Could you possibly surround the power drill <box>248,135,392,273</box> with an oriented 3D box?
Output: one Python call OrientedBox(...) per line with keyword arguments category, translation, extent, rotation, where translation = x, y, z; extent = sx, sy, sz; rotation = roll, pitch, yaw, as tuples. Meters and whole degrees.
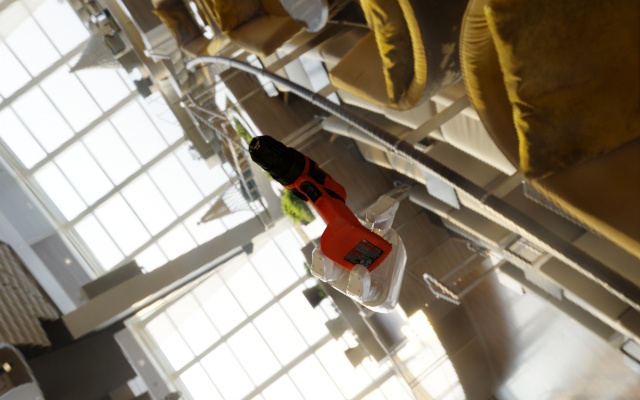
OrientedBox(category="power drill", translation=(0.000, 0.002, 0.615), extent=(0.184, 0.057, 0.187), rotation=(31, 17, -43))
